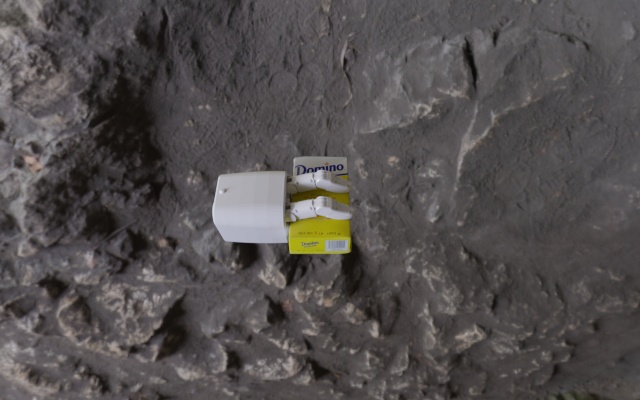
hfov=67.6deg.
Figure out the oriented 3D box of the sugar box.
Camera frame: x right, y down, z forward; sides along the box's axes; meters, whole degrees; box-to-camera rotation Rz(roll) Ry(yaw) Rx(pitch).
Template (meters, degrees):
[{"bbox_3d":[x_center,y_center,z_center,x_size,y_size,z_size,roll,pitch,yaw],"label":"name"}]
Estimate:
[{"bbox_3d":[0.000,0.002,0.757,0.093,0.176,0.048,0,-40,-1],"label":"sugar box"}]
